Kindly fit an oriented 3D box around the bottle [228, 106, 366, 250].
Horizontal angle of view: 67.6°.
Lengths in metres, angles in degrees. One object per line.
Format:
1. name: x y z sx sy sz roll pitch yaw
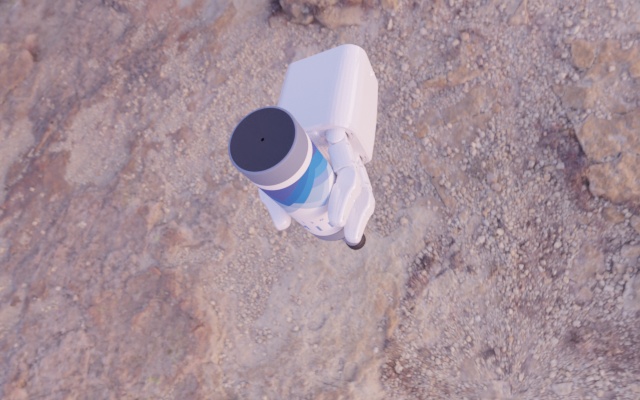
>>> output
1. bottle: 0.000 0.002 0.534 0.069 0.069 0.296 0 -22 21
